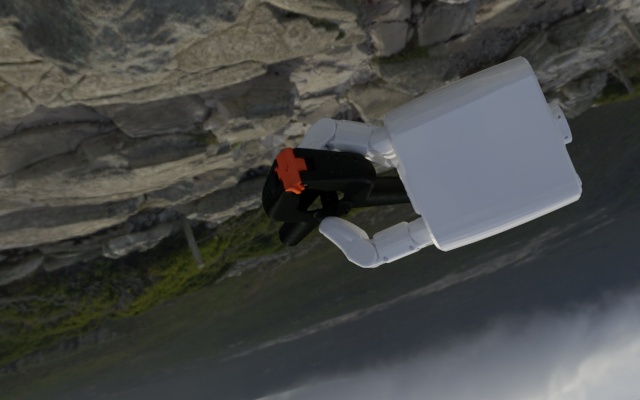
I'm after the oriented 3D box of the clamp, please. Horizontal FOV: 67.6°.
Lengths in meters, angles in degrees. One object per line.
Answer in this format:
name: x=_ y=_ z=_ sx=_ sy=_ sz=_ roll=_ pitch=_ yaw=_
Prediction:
clamp: x=0.000 y=0.002 z=0.419 sx=0.164 sy=0.036 sz=0.210 roll=-23 pitch=-16 yaw=19
